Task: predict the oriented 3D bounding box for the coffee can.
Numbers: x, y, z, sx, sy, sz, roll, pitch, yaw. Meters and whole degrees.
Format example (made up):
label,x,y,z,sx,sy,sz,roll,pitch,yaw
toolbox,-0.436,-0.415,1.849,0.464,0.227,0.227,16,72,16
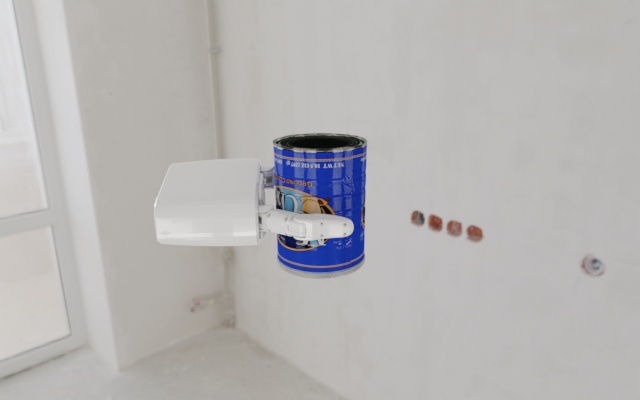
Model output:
label,x,y,z,sx,sy,sz,roll,pitch,yaw
coffee can,0.000,0.002,0.535,0.103,0.140,0.102,0,17,0
